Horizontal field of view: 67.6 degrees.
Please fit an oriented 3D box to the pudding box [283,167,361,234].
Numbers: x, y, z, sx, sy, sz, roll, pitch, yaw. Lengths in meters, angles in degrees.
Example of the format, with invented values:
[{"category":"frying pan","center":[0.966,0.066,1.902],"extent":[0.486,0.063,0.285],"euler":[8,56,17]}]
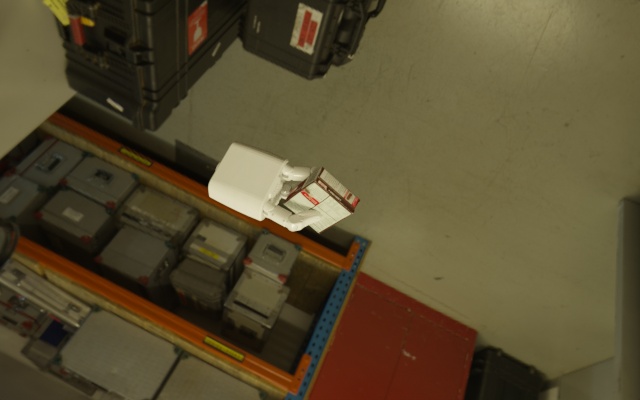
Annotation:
[{"category":"pudding box","center":[0.000,0.003,0.833],"extent":[0.090,0.039,0.113],"euler":[40,-36,-13]}]
